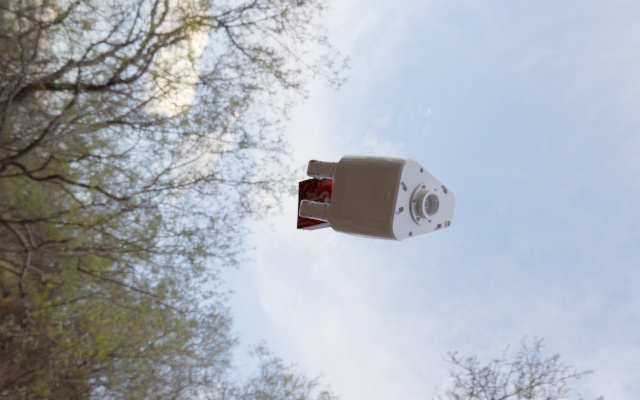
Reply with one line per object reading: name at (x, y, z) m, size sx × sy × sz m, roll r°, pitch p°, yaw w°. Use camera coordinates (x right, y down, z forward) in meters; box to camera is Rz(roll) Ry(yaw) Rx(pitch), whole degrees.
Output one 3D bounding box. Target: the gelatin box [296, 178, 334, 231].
gelatin box at (0.000, 0.002, 0.686) m, size 0.030 × 0.073 × 0.089 m, roll 10°, pitch -14°, yaw -34°
